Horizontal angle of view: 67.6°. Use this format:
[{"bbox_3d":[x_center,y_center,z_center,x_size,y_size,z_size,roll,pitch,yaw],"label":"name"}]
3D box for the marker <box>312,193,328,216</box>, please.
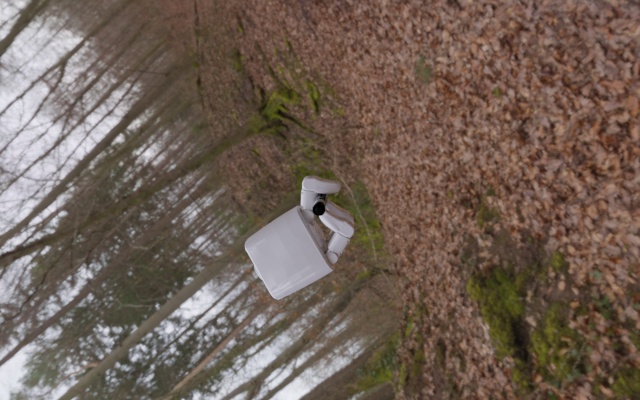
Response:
[{"bbox_3d":[0.000,0.002,0.739,0.020,0.020,0.121,0,12,3],"label":"marker"}]
